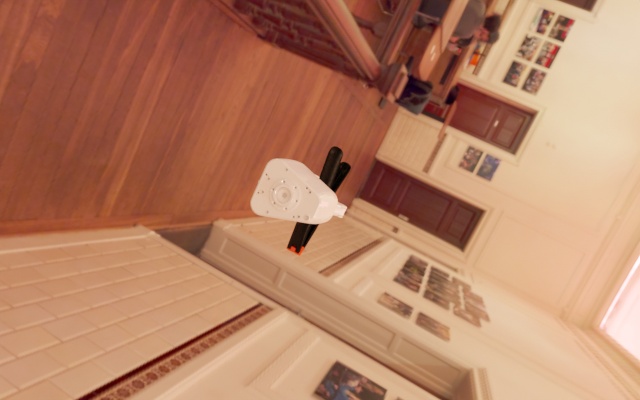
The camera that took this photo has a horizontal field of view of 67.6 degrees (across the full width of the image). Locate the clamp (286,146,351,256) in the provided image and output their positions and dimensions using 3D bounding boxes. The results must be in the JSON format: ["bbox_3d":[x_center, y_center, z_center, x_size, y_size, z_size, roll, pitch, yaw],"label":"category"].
[{"bbox_3d":[0.001,0.004,0.894,0.036,0.210,0.164,27,6,12],"label":"clamp"}]
